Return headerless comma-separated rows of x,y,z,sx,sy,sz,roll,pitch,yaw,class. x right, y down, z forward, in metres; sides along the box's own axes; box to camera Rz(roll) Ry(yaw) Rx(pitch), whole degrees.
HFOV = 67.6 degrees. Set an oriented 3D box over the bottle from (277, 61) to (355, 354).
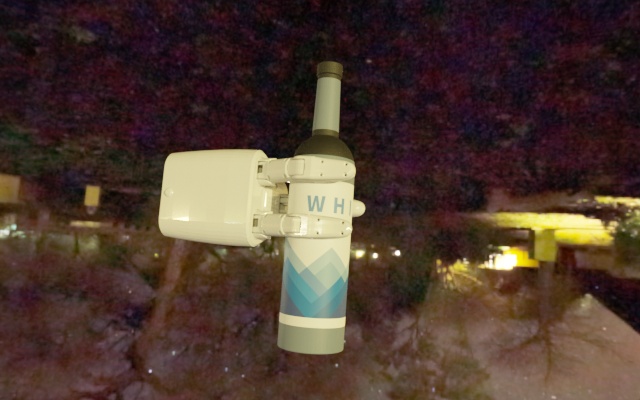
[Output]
0.000,0.002,0.495,0.069,0.295,0.069,4,-6,0,bottle
